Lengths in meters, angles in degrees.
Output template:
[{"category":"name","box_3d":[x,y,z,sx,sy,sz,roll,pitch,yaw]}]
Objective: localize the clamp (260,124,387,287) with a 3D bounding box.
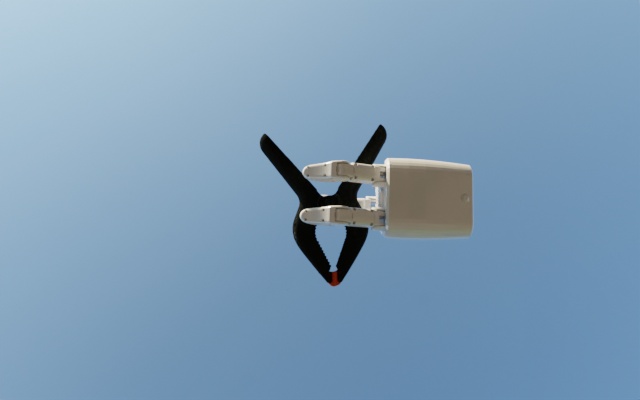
[{"category":"clamp","box_3d":[0.000,0.003,0.607,0.164,0.210,0.036,2,-11,3]}]
